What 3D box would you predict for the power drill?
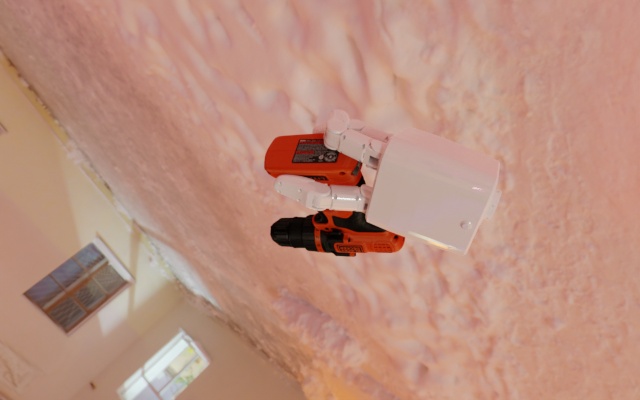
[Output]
[{"bbox_3d":[0.000,0.002,0.578,0.184,0.057,0.188,-1,-36,19],"label":"power drill"}]
